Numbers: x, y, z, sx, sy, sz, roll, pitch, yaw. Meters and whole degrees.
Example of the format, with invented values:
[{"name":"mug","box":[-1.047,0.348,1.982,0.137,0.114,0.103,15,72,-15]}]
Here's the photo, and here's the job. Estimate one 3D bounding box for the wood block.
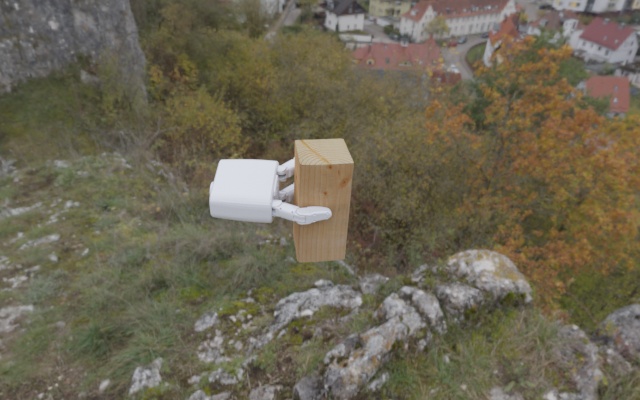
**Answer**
[{"name":"wood block","box":[0.000,0.003,0.858,0.090,0.206,0.090,-3,34,-8]}]
